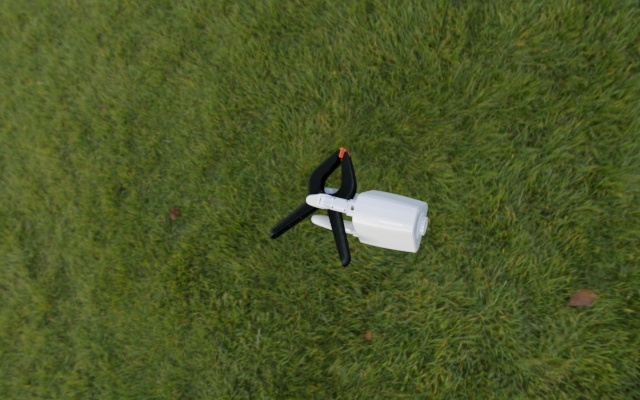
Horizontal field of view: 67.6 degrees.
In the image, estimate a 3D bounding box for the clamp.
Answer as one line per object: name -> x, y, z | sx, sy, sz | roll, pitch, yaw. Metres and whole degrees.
clamp -> 0.000, 0.002, 0.878 | 0.164, 0.210, 0.036 | 12, -8, 20
